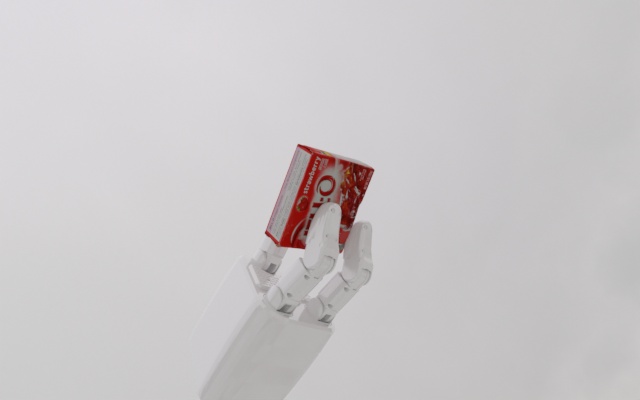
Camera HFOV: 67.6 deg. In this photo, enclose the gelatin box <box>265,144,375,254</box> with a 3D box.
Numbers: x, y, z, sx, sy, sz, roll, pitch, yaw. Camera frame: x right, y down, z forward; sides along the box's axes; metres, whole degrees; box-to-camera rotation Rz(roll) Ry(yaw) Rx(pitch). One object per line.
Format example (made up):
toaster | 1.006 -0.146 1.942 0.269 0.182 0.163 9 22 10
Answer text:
gelatin box | 0.000 0.001 0.426 0.073 0.089 0.030 11 15 -38
